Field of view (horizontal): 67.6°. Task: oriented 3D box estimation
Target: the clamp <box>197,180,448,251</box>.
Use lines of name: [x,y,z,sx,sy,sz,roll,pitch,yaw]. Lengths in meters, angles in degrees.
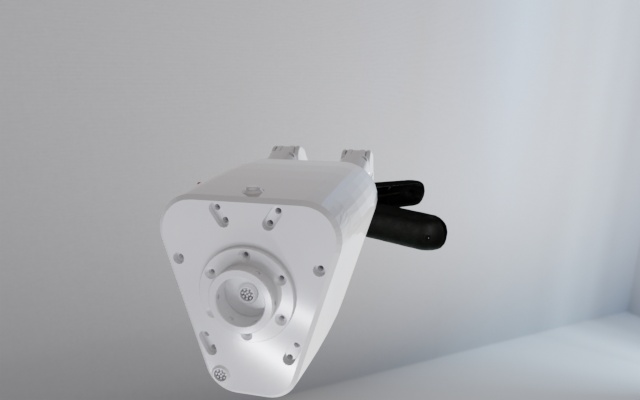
clamp: [-0.001,0.002,0.415,0.210,0.036,0.164,4,11,13]
